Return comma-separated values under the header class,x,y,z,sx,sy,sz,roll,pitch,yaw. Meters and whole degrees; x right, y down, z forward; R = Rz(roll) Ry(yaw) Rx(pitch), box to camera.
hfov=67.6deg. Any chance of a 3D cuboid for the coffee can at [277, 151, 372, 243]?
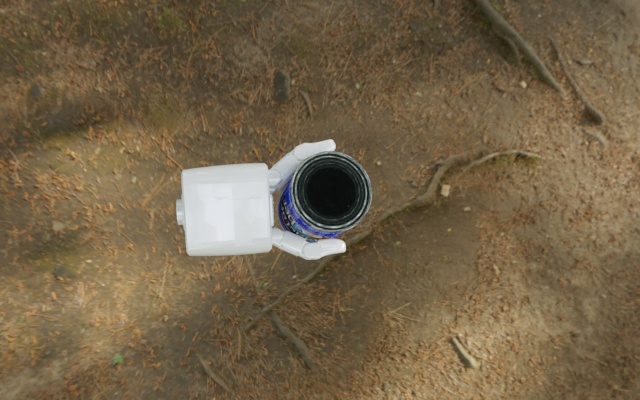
class,x,y,z,sx,sy,sz,roll,pitch,yaw
coffee can,0.000,0.002,0.648,0.103,0.102,0.140,0,-11,-12
